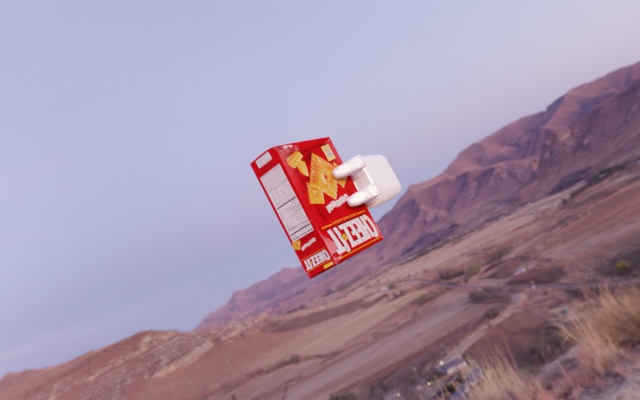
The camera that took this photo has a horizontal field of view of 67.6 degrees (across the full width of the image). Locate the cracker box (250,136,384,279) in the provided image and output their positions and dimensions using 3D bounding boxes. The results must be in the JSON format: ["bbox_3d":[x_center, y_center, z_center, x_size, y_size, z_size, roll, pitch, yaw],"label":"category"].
[{"bbox_3d":[0.000,0.003,0.811,0.072,0.213,0.164,-33,-9,36],"label":"cracker box"}]
